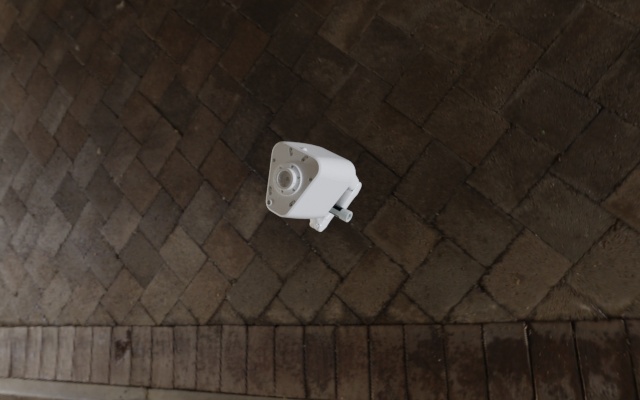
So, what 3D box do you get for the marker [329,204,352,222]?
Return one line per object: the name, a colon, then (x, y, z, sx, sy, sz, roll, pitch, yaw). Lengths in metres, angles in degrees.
marker: (0.000, 0.003, 0.815, 0.121, 0.020, 0.020, 28, 14, 27)
